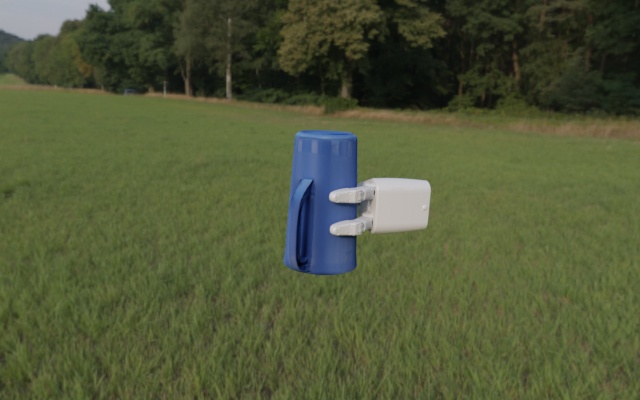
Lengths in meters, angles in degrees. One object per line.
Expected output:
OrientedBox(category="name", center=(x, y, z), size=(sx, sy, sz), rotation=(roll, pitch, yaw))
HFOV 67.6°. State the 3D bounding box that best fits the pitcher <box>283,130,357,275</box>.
OrientedBox(category="pitcher", center=(0.000, 0.003, 0.834), size=(0.145, 0.243, 0.149), rotation=(-1, 12, -15))
